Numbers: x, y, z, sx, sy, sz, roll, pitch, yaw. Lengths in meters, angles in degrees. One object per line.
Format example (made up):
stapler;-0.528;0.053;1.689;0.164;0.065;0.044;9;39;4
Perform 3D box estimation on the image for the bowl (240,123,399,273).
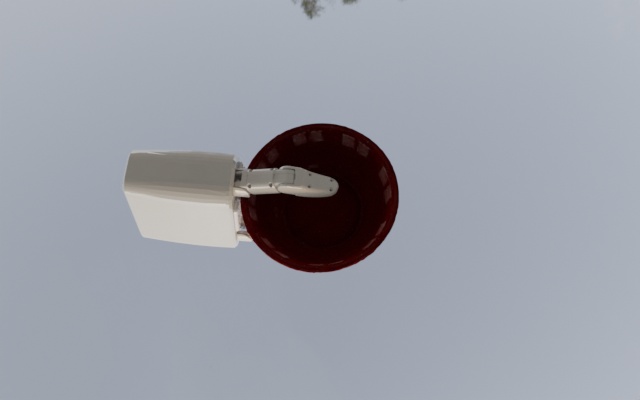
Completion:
bowl;0.001;0.002;0.506;0.162;0.162;0.055;0;-20;5
